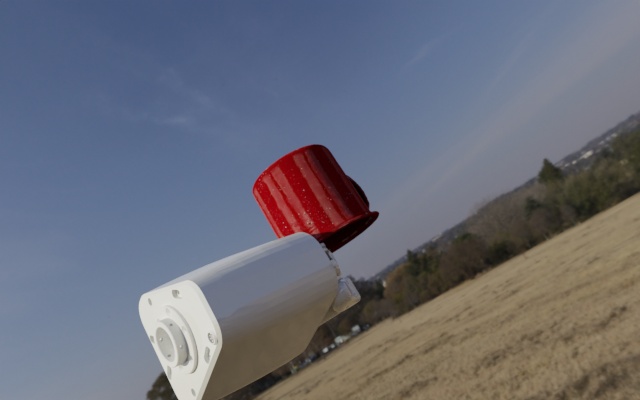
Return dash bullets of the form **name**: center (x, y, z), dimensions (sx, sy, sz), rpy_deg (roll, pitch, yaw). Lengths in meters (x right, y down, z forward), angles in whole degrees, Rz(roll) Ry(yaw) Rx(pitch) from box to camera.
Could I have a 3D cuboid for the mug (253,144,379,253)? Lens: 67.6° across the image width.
- **mug**: center (0.001, 0.001, 0.438), dimensions (0.117, 0.081, 0.093), rpy_deg (-18, -20, -44)
